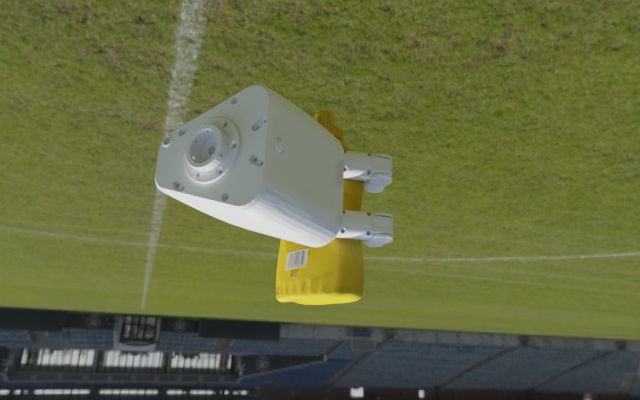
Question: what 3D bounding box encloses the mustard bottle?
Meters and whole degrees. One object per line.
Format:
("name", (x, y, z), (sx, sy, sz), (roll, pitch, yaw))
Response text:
("mustard bottle", (0.000, 0.002, 0.465), (0.058, 0.191, 0.096), (14, -21, -35))
